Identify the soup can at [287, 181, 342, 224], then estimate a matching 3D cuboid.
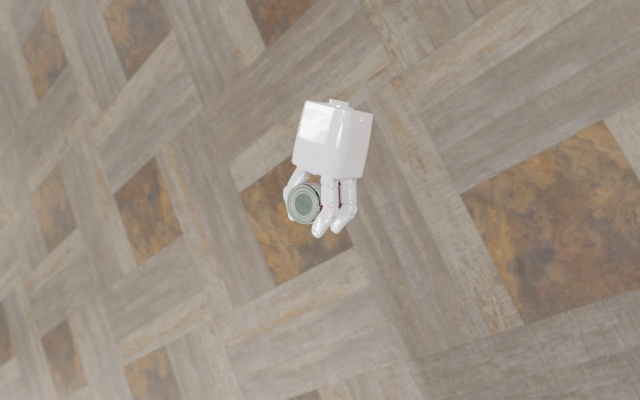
[{"bbox_3d":[0.000,0.003,0.806,0.068,0.068,0.102,0,4,35],"label":"soup can"}]
